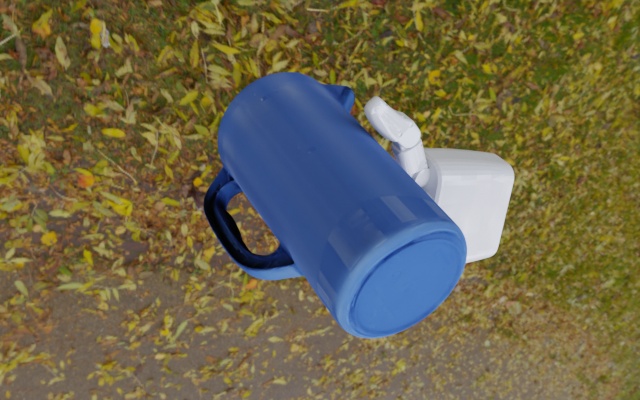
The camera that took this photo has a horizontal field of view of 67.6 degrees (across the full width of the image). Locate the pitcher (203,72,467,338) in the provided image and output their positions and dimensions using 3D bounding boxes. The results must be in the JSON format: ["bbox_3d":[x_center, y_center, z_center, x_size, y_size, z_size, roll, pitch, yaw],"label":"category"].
[{"bbox_3d":[0.000,0.001,0.411,0.145,0.149,0.242,0,34,-31],"label":"pitcher"}]
